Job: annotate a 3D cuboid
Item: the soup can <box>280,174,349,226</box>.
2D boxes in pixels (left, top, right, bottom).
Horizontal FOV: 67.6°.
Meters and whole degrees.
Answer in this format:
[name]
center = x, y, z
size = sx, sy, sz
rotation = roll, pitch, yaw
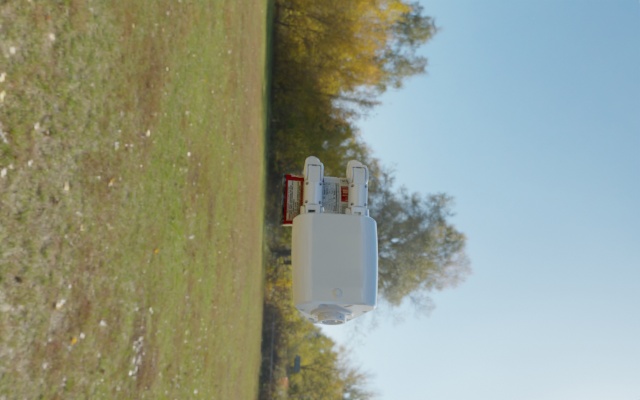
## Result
[soup can]
center = 0.000, 0.002, 0.616
size = 0.102, 0.068, 0.068
rotation = 3, 0, -5
